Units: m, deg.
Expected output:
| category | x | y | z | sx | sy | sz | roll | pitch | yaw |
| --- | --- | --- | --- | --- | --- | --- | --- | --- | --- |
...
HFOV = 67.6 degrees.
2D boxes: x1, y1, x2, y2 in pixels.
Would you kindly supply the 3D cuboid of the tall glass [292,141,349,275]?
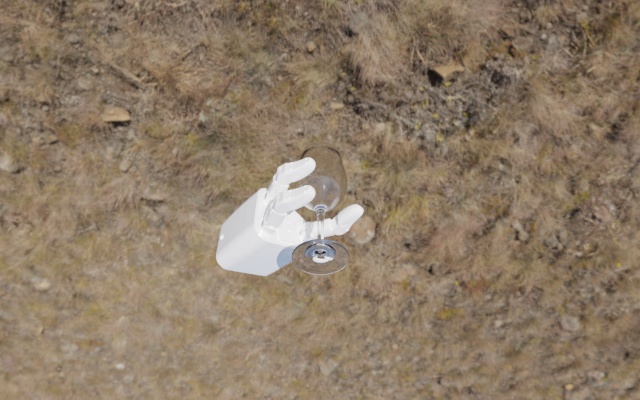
| category | x | y | z | sx | sy | sz | roll | pitch | yaw |
| --- | --- | --- | --- | --- | --- | --- | --- | --- | --- |
| tall glass | 0.000 | 0.003 | 0.680 | 0.079 | 0.200 | 0.079 | 0 | -43 | 0 |
